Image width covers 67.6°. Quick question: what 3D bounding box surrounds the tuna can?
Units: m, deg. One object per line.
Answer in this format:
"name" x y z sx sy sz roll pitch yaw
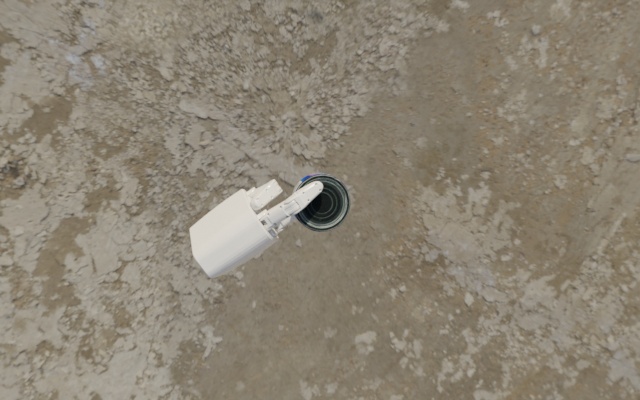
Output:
"tuna can" 0.000 0.002 0.702 0.086 0.086 0.033 0 6 -9
